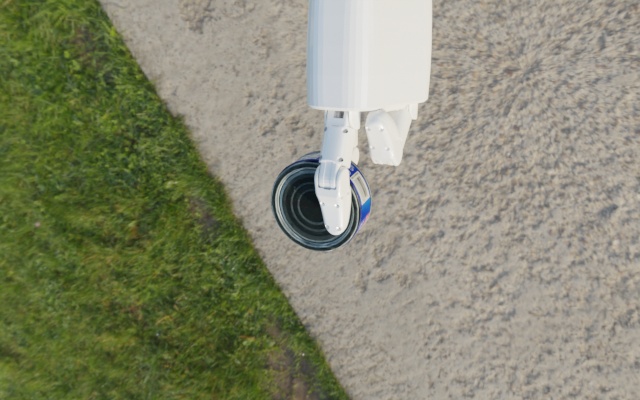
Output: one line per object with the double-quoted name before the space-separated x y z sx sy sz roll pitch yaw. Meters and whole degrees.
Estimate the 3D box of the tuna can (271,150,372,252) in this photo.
"tuna can" 0.000 0.002 0.421 0.086 0.086 0.033 0 20 24
